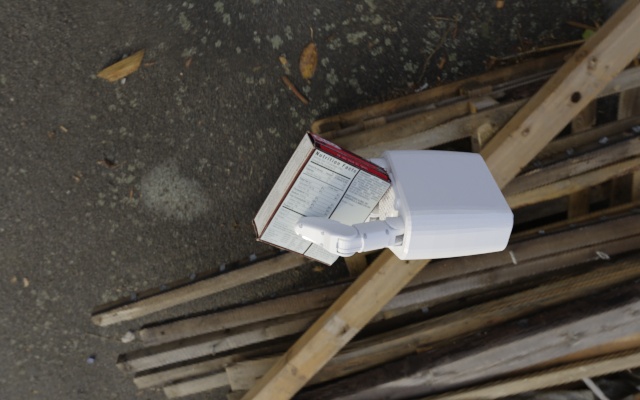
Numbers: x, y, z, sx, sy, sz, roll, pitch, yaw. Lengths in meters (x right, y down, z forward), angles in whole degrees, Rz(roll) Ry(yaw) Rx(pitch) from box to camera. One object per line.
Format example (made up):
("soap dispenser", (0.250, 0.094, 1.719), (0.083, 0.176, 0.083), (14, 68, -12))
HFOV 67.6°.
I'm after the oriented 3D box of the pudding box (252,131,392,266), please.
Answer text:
("pudding box", (0.000, 0.002, 0.461), (0.090, 0.113, 0.039), (23, 22, -25))
